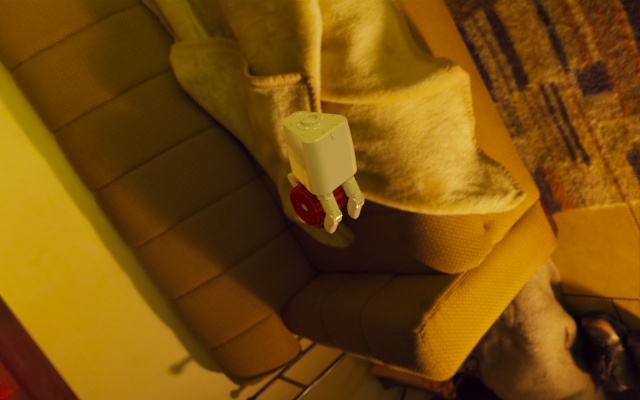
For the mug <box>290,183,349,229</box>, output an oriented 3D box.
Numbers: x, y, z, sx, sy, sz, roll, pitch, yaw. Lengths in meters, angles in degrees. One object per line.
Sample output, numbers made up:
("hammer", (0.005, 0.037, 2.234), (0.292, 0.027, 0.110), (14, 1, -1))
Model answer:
("mug", (0.000, 0.004, 0.884), (0.081, 0.117, 0.093), (-36, 42, -28))
